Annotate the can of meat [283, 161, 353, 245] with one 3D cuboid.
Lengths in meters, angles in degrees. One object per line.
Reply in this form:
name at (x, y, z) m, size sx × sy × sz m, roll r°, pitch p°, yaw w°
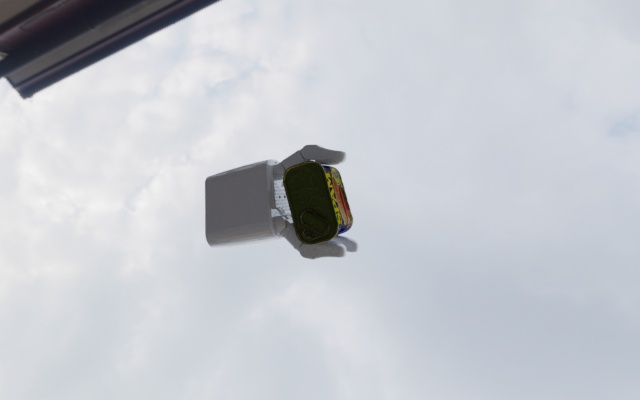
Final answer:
can of meat at (0.000, 0.002, 0.627) m, size 0.057 × 0.102 × 0.084 m, roll -16°, pitch -4°, yaw 18°
